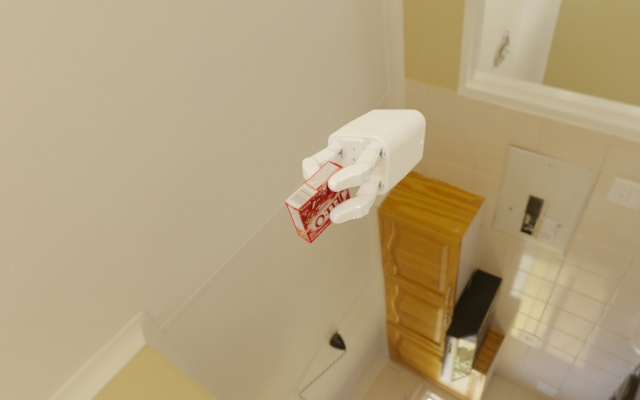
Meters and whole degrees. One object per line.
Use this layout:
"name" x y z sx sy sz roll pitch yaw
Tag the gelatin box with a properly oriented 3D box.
"gelatin box" 0.000 0.002 0.639 0.030 0.073 0.089 31 63 34
